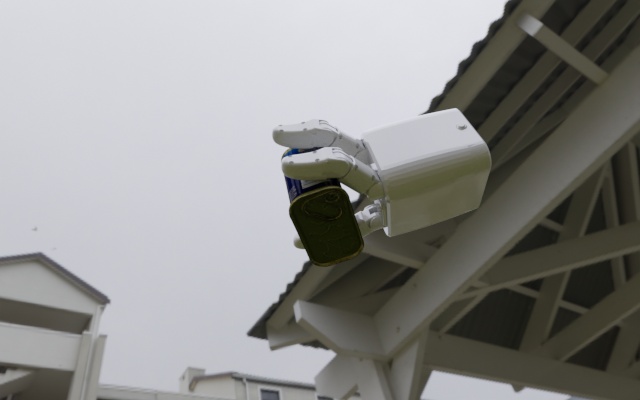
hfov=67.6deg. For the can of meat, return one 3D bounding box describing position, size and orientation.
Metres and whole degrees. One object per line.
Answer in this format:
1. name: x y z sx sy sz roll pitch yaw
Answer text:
1. can of meat: 0.000 0.001 0.484 0.057 0.102 0.084 -19 42 3
